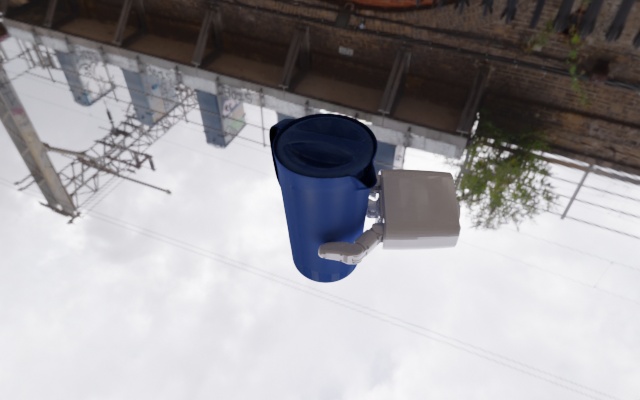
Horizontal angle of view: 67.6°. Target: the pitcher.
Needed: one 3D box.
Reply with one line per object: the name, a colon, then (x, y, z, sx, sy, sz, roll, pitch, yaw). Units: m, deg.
pitcher: (0.000, 0.002, 0.690, 0.145, 0.149, 0.243, -1, -45, 0)
